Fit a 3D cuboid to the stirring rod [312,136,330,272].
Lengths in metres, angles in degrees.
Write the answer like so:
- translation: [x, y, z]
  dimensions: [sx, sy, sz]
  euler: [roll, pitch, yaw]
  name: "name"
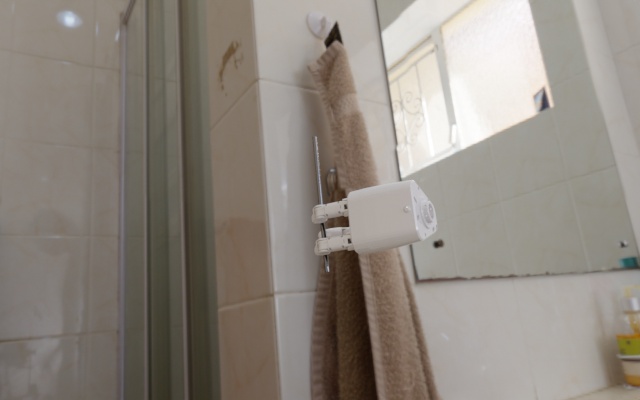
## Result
- translation: [0.000, 0.003, 0.822]
  dimensions: [0.011, 0.239, 0.011]
  euler: [-5, -14, -1]
  name: "stirring rod"
